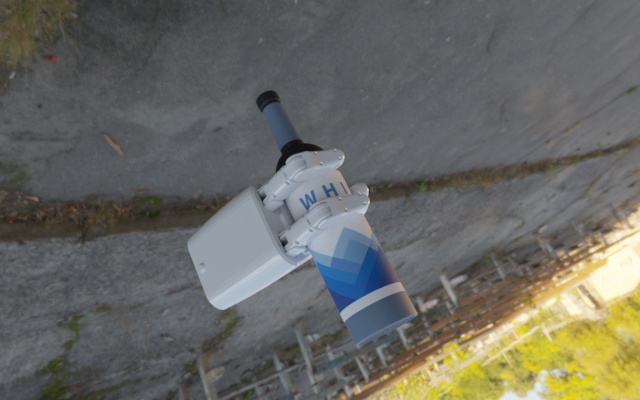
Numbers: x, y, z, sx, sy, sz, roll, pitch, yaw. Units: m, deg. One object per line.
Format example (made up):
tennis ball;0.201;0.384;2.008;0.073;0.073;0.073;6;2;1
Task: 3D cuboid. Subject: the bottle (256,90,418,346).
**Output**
bottle;0.000;0.002;0.506;0.069;0.295;0.069;-24;-22;-10
